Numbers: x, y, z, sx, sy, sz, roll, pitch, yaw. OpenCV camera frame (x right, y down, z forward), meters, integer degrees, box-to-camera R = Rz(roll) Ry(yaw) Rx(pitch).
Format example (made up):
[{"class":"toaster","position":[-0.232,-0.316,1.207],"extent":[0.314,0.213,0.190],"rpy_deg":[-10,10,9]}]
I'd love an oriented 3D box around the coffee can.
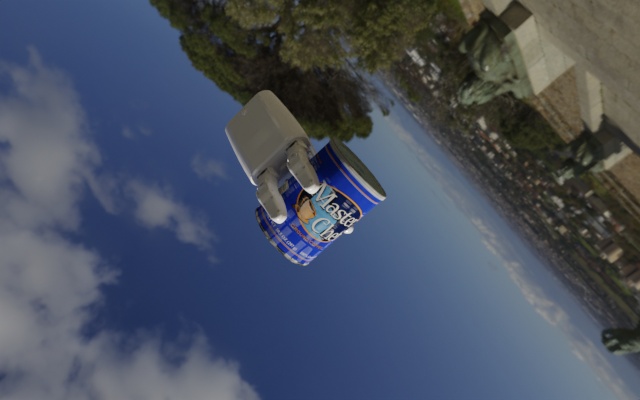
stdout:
[{"class":"coffee can","position":[0.000,0.002,0.624],"extent":[0.140,0.103,0.103],"rpy_deg":[-42,-12,13]}]
